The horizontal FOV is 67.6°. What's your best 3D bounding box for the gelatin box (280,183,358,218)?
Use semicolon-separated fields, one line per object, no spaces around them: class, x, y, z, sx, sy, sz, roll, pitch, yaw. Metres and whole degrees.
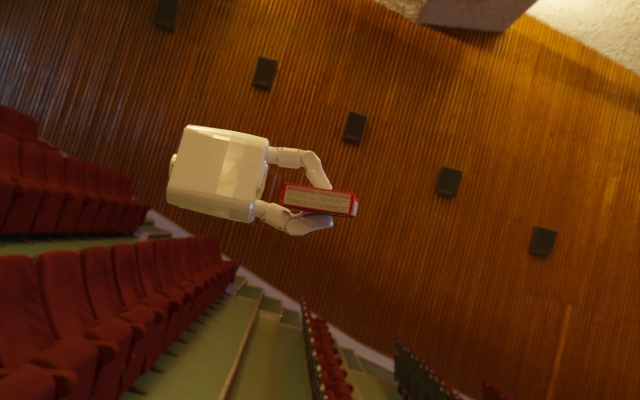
gelatin box;0.001;0.002;0.604;0.089;0.030;0.073;8;-4;9
